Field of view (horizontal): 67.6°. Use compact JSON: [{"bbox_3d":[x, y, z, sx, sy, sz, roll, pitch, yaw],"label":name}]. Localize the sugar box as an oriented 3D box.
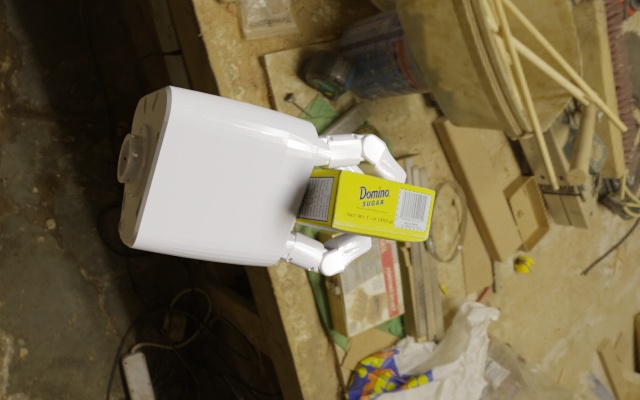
[{"bbox_3d":[0.000,0.001,0.408,0.093,0.048,0.176,11,-1,-34],"label":"sugar box"}]
